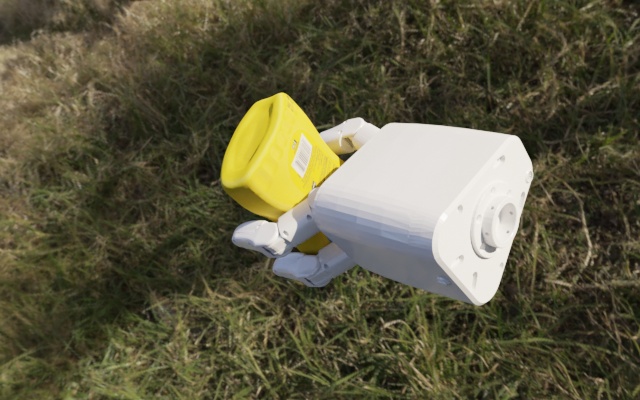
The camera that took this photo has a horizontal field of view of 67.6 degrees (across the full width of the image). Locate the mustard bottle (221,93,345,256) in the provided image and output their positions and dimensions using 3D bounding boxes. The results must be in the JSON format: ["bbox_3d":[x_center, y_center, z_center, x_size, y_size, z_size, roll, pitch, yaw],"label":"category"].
[{"bbox_3d":[0.000,0.001,0.429,0.058,0.096,0.192,-12,-41,35],"label":"mustard bottle"}]
